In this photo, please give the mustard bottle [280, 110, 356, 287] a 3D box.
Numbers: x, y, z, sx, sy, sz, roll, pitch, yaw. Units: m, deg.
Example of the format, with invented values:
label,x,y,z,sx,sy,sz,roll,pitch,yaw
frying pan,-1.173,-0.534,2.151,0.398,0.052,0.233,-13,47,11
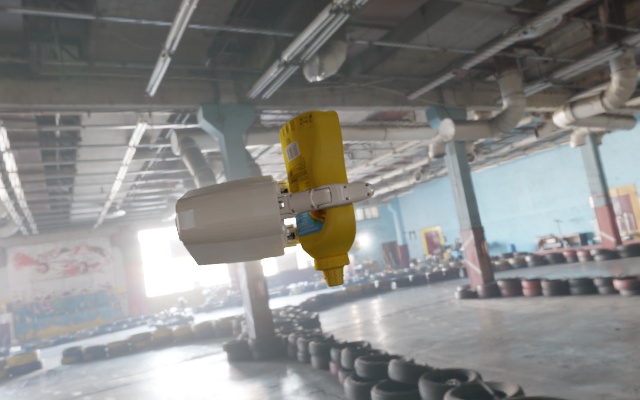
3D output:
label,x,y,z,sx,sy,sz,roll,pitch,yaw
mustard bottle,0.000,0.001,0.544,0.058,0.191,0.096,-6,-8,-30
